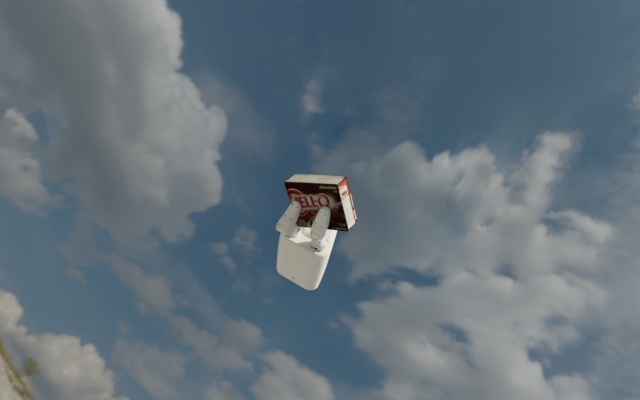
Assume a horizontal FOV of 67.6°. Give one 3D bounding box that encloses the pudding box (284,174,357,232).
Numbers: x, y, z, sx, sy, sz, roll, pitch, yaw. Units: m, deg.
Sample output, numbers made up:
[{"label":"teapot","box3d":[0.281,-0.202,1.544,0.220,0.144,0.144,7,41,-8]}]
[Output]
[{"label":"pudding box","box3d":[0.000,0.003,0.815,0.113,0.090,0.039,2,31,32]}]
